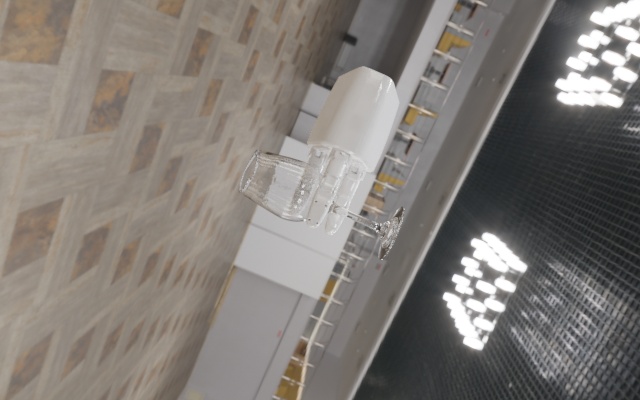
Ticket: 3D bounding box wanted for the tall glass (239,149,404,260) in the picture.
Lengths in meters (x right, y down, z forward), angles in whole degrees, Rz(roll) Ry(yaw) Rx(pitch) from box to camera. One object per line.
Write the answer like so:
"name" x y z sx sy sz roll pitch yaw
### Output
"tall glass" 0.001 0.002 0.609 0.201 0.079 0.079 23 0 -1
